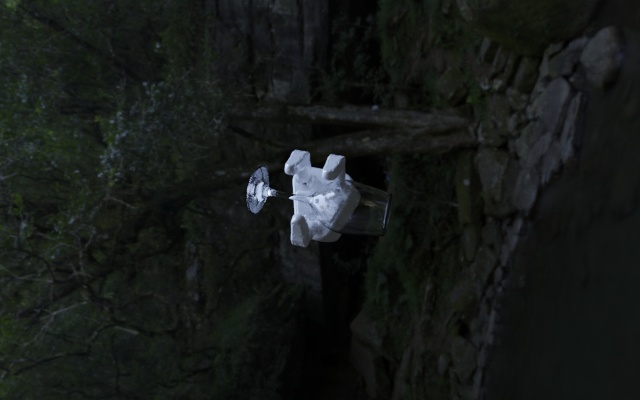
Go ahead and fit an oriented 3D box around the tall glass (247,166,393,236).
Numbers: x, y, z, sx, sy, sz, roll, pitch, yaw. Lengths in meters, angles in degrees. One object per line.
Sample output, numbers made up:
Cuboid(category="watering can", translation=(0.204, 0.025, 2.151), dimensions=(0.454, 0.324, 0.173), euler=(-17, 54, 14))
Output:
Cuboid(category="tall glass", translation=(-0.001, 0.002, 0.695), dimensions=(0.201, 0.079, 0.079), euler=(11, 3, 15))
